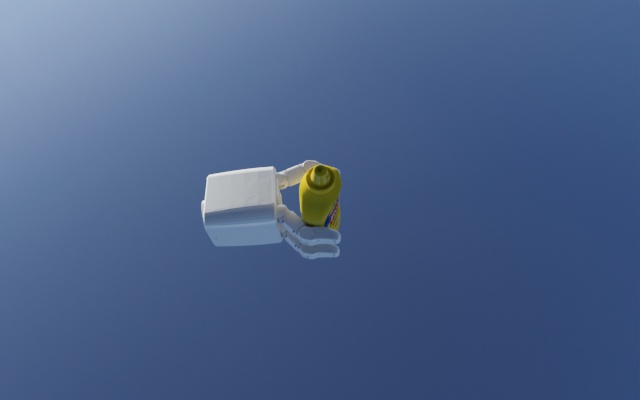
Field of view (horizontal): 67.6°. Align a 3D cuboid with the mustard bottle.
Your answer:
[{"bbox_3d":[0.000,0.002,0.716,0.058,0.096,0.192,16,-25,9],"label":"mustard bottle"}]
